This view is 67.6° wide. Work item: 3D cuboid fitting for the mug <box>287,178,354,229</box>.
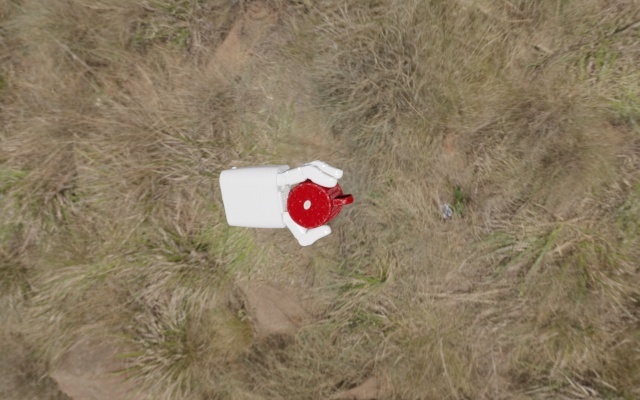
[{"bbox_3d":[0.001,0.003,0.843,0.117,0.093,0.081,-1,9,13],"label":"mug"}]
